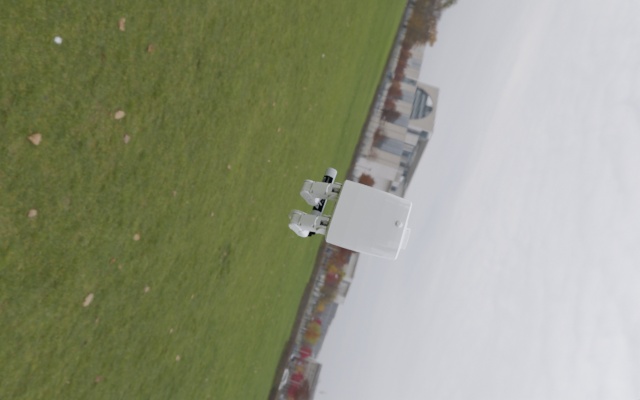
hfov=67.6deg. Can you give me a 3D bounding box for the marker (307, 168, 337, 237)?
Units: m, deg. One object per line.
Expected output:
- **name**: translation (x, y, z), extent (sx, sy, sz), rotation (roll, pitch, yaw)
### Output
- **marker**: translation (0.000, 0.003, 0.779), extent (0.020, 0.121, 0.020), rotation (17, -21, 7)
